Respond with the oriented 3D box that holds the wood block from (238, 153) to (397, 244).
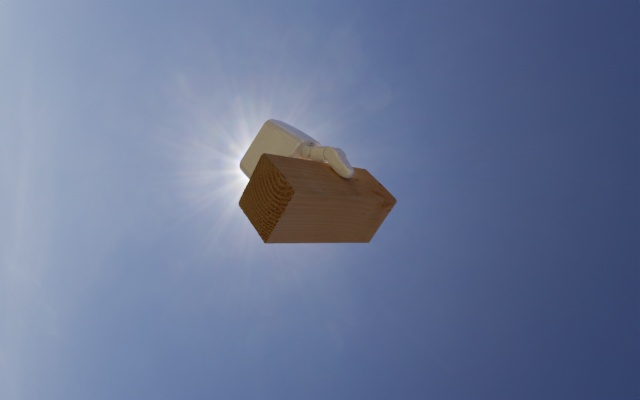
[{"bbox_3d":[0.000,0.002,0.697,0.206,0.091,0.090,4,35,-44],"label":"wood block"}]
